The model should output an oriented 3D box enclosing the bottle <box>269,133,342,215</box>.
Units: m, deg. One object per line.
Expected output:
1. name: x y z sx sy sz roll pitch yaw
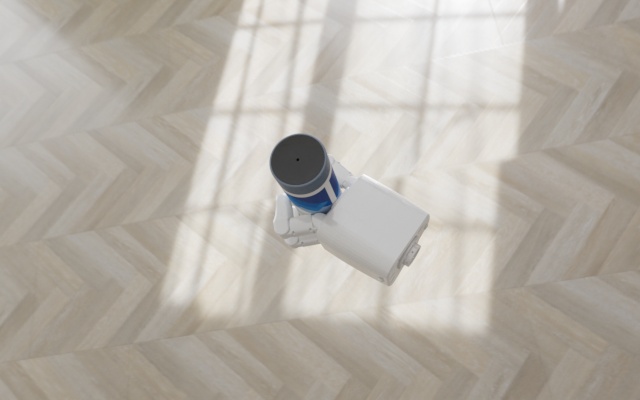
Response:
1. bottle: 0.000 0.002 0.669 0.069 0.069 0.296 0 -19 11
